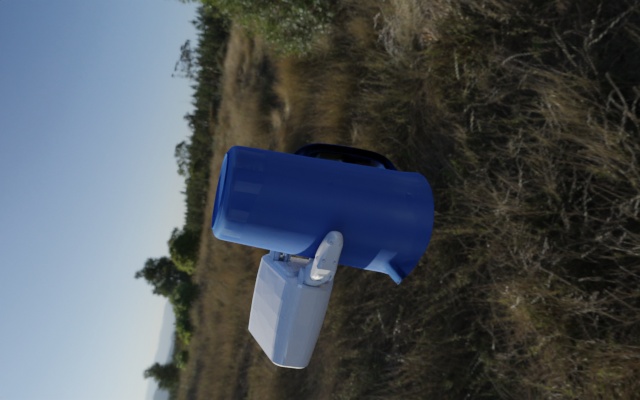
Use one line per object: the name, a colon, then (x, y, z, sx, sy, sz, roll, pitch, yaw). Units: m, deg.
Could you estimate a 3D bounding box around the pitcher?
pitcher: (0.000, 0.002, 0.577, 0.243, 0.145, 0.149, 11, 8, -16)
